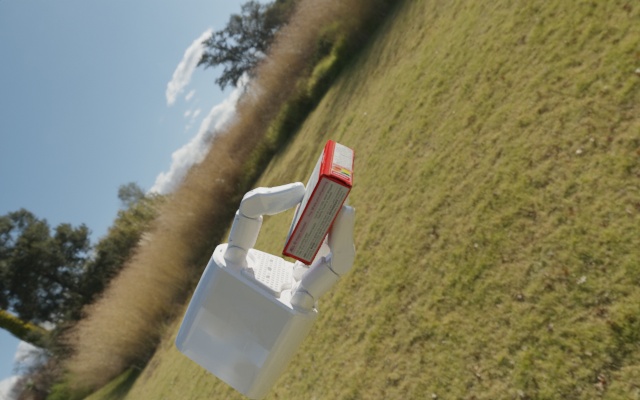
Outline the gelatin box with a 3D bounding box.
[{"bbox_3d":[0.000,0.001,0.420,0.030,0.089,0.073,23,28,-6],"label":"gelatin box"}]
